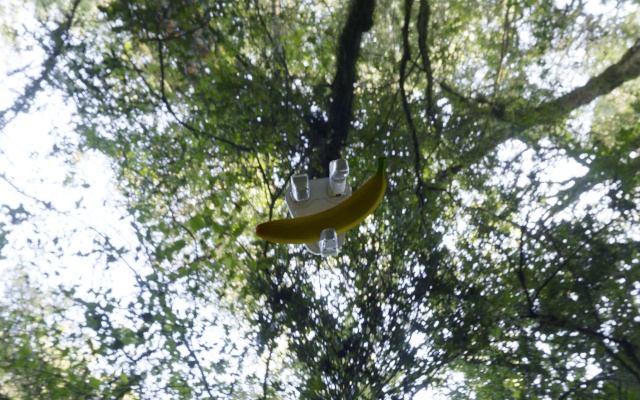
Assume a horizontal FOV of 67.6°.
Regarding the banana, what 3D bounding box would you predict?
[{"bbox_3d":[0.012,0.016,0.641,0.198,0.069,0.037,-30,12,-3],"label":"banana"}]
